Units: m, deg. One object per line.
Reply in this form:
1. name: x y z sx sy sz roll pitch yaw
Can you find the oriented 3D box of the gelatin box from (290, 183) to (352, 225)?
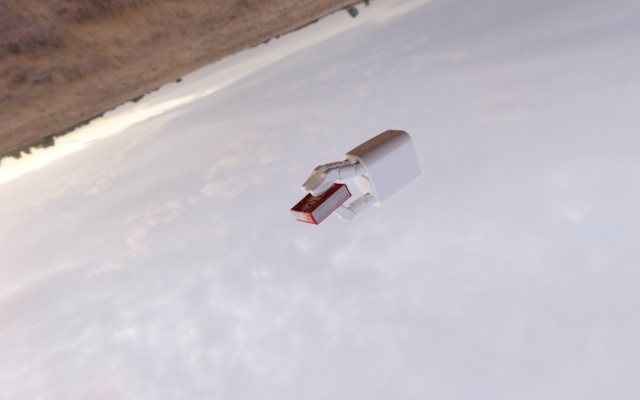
1. gelatin box: 0.000 0.003 0.844 0.089 0.030 0.073 -41 24 -22
